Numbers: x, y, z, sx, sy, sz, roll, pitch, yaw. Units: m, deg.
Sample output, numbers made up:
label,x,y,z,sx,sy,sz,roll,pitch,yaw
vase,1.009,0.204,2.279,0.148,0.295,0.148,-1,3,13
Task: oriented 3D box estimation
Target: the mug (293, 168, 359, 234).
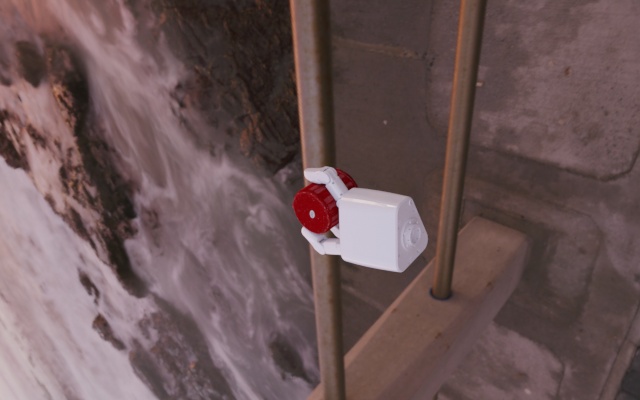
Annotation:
label,x,y,z,sx,sy,sz,roll,pitch,yaw
mug,-0.001,0.003,0.811,0.117,0.093,0.081,6,30,43
